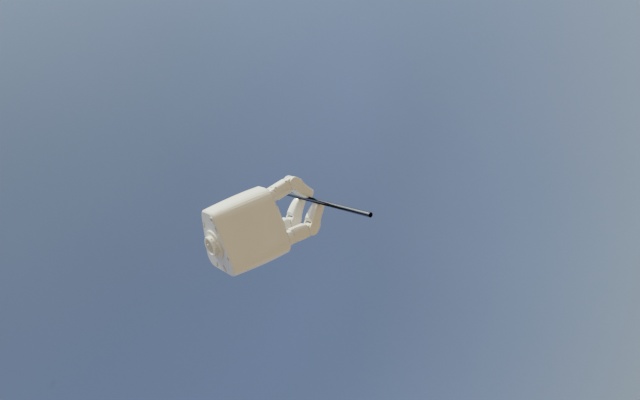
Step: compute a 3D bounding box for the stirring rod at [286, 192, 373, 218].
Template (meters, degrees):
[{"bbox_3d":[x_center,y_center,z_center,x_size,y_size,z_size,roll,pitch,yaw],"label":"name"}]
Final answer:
[{"bbox_3d":[0.000,0.003,0.798,0.011,0.011,0.239,0,9,-39],"label":"stirring rod"}]
